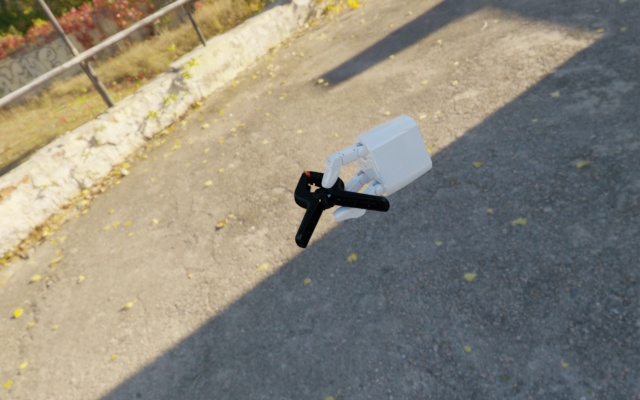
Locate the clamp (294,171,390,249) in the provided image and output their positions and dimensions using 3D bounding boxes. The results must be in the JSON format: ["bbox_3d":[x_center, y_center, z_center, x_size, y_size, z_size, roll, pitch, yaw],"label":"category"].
[{"bbox_3d":[0.000,0.002,0.835,0.164,0.036,0.210,-26,32,-15],"label":"clamp"}]
